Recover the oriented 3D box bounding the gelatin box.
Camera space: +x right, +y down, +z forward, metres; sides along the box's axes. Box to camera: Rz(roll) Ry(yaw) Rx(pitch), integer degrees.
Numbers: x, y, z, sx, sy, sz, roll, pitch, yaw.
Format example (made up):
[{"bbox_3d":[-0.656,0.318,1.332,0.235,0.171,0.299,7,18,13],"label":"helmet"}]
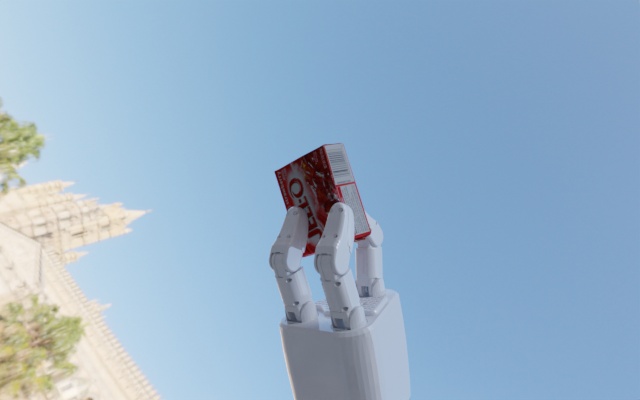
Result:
[{"bbox_3d":[0.000,0.001,0.438,0.030,0.089,0.073,-11,-8,-44],"label":"gelatin box"}]
